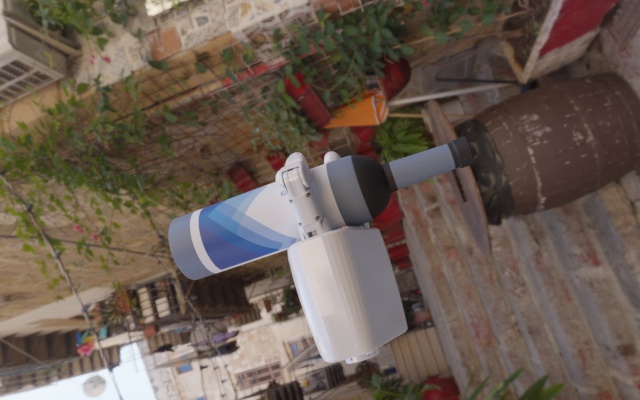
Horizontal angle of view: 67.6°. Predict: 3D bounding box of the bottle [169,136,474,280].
[{"bbox_3d":[0.000,0.002,0.464,0.296,0.069,0.069,-19,-3,10],"label":"bottle"}]
